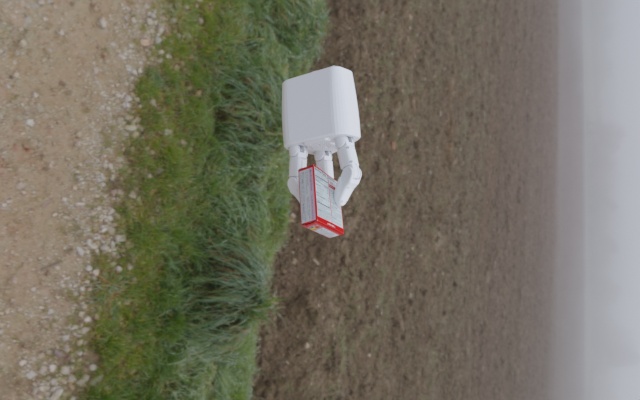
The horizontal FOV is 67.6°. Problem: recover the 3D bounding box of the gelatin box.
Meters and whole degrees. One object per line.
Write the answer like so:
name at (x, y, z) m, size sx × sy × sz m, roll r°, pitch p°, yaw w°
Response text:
gelatin box at (0.001, 0.002, 0.688) m, size 0.030 × 0.089 × 0.073 m, roll -18°, pitch -27°, yaw 27°
